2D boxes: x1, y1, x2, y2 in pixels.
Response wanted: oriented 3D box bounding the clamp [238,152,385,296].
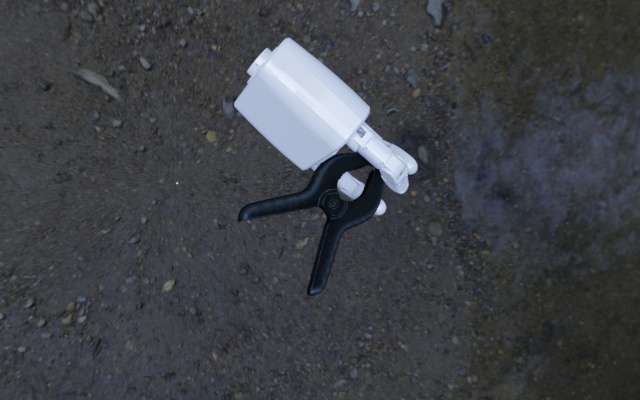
[{"bbox_3d":[0.000,0.002,0.508,0.120,0.171,0.039,40,-9,-12],"label":"clamp"}]
